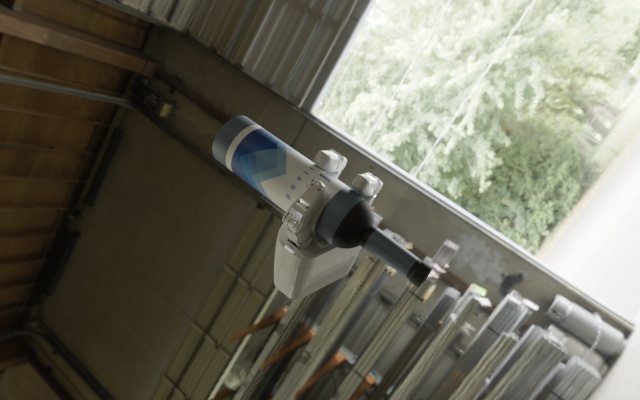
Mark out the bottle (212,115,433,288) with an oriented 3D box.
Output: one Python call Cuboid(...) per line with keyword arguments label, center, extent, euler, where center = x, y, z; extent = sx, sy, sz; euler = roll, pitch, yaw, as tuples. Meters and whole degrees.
Cuboid(label="bottle", center=(0.000, 0.002, 0.559), extent=(0.295, 0.069, 0.069), euler=(36, 13, 19))
